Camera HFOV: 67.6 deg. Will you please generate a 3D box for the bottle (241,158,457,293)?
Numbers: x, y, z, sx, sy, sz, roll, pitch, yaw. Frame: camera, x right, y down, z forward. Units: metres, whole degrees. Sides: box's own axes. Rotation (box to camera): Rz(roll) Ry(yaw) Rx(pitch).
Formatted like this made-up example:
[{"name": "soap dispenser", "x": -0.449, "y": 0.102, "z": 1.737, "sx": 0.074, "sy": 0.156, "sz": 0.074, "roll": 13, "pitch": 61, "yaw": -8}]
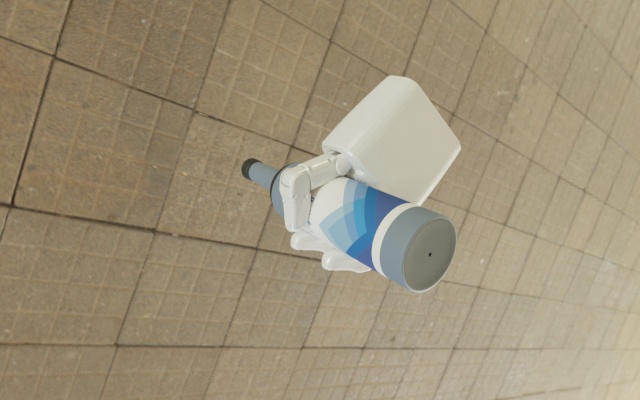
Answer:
[{"name": "bottle", "x": 0.000, "y": 0.002, "z": 0.491, "sx": 0.069, "sy": 0.069, "sz": 0.295, "roll": 0, "pitch": 16, "yaw": -39}]
